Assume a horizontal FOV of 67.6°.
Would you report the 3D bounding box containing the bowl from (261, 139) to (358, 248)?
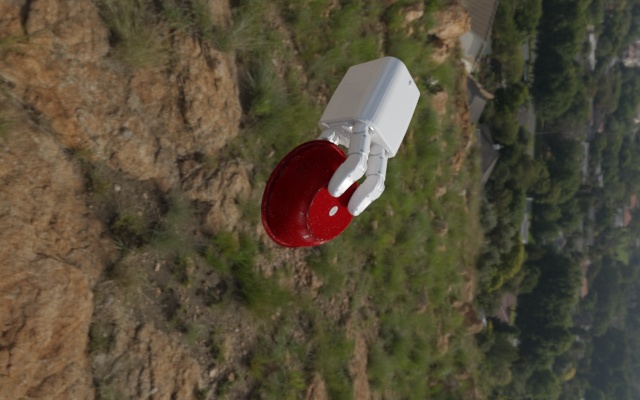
[{"bbox_3d":[0.000,0.003,0.648,0.162,0.162,0.055,0,22,-45],"label":"bowl"}]
